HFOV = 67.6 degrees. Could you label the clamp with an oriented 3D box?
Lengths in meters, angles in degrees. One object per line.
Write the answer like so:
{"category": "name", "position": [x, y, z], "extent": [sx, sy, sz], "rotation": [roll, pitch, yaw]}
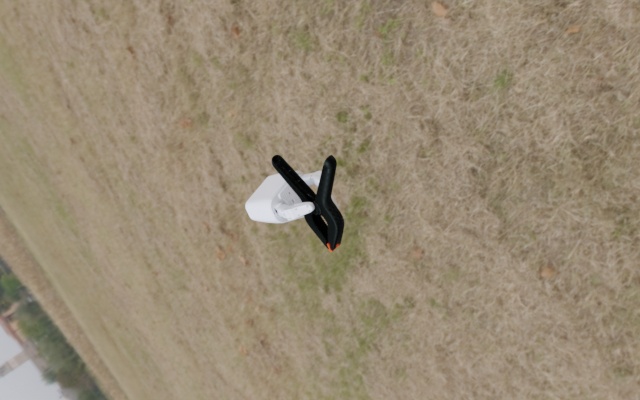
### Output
{"category": "clamp", "position": [0.000, 0.004, 0.891], "extent": [0.036, 0.210, 0.164], "rotation": [-37, 21, -33]}
